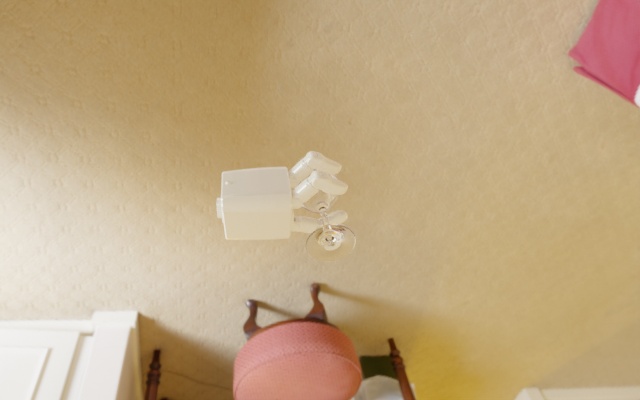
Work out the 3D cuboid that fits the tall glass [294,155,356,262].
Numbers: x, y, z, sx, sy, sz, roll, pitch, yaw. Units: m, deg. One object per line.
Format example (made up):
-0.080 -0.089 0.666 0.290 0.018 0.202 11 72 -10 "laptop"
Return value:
0.000 0.003 0.772 0.079 0.079 0.201 0 38 -10 "tall glass"
